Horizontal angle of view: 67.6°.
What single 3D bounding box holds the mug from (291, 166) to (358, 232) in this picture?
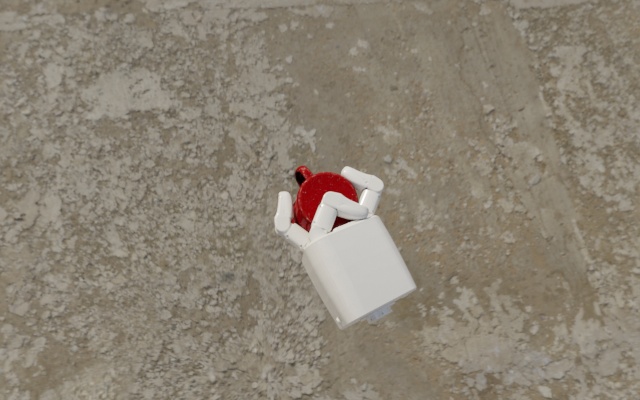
[{"bbox_3d":[-0.001,0.001,0.658,0.093,0.117,0.081,-26,-15,-15],"label":"mug"}]
